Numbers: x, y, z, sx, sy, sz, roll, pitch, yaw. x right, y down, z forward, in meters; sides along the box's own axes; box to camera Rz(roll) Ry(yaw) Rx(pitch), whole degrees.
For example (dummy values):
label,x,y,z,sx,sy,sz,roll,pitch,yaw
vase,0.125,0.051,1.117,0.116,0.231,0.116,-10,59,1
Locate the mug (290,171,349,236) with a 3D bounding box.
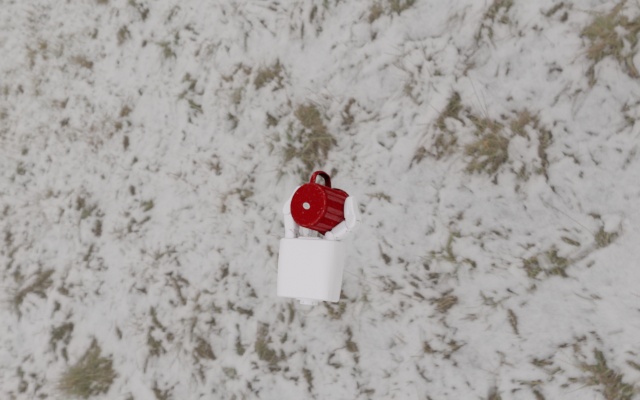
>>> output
label,x,y,z,sx,sy,sz,roll,pitch,yaw
mug,0.000,0.001,0.862,0.093,0.117,0.081,-5,-14,35
